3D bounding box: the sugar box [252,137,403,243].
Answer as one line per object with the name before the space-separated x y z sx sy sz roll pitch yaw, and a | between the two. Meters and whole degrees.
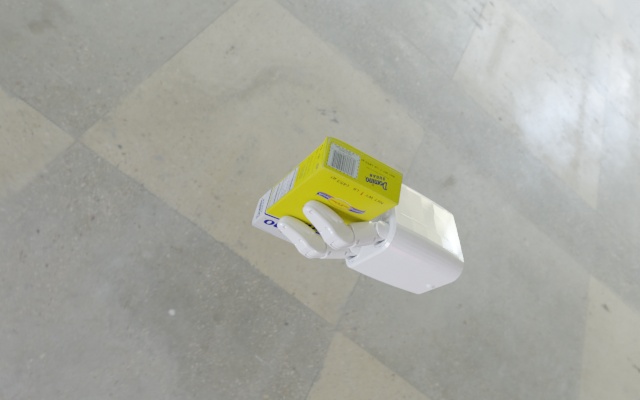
sugar box | 0.000 0.002 0.534 0.093 0.048 0.176 26 -35 -19
